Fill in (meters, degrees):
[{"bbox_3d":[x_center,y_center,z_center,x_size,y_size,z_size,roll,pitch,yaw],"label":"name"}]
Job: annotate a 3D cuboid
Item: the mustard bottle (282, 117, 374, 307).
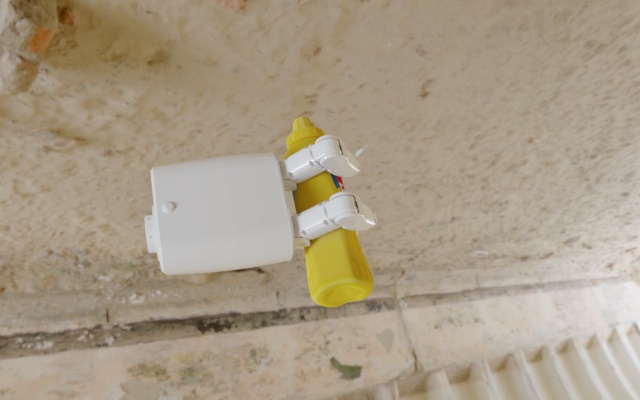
[{"bbox_3d":[0.000,0.002,0.466,0.058,0.191,0.096,-17,-23,5],"label":"mustard bottle"}]
